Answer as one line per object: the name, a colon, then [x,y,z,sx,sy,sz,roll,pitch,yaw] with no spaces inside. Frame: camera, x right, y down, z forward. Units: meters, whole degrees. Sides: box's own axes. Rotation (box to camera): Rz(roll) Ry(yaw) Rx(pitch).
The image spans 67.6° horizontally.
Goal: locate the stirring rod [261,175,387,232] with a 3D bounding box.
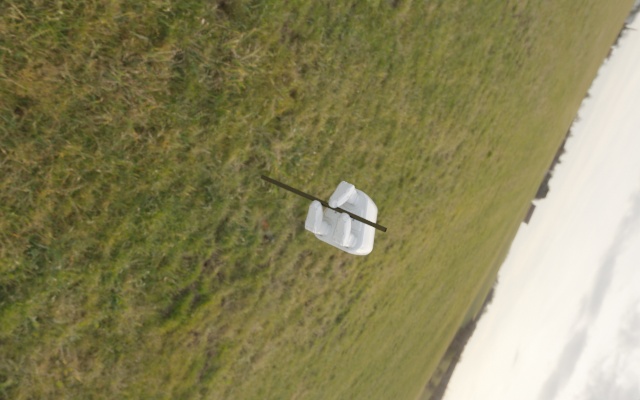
stirring rod: [0.000,0.003,0.795,0.239,0.011,0.011,23,9,21]
